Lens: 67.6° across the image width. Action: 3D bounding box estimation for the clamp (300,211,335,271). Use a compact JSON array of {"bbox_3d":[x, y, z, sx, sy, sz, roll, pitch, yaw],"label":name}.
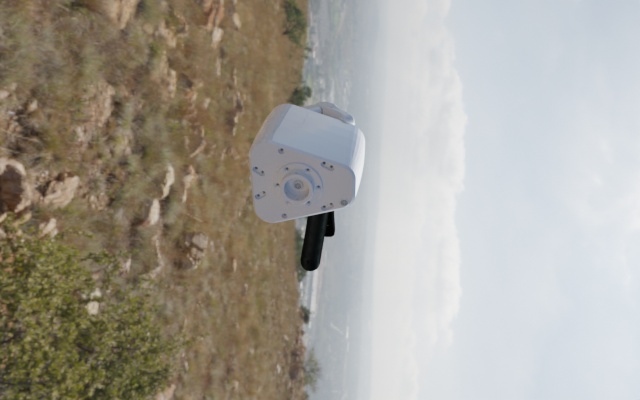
[{"bbox_3d":[0.001,0.002,0.610,0.039,0.172,0.120,3,29,7],"label":"clamp"}]
